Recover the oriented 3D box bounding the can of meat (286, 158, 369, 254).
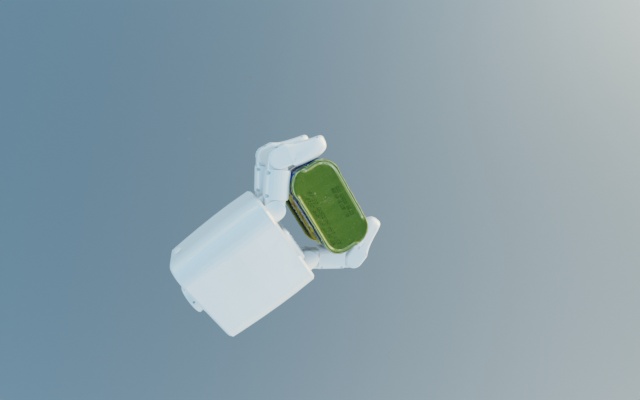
[{"bbox_3d":[0.000,0.002,0.506,0.057,0.102,0.084,-33,14,-9],"label":"can of meat"}]
